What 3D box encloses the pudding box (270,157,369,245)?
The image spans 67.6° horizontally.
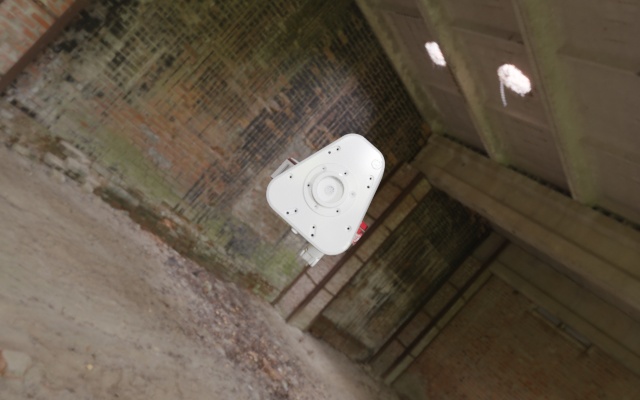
[{"bbox_3d":[0.000,0.002,0.610,0.113,0.039,0.090,42,0,31],"label":"pudding box"}]
